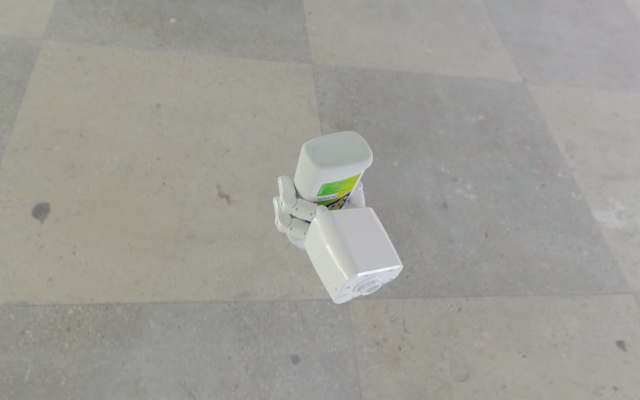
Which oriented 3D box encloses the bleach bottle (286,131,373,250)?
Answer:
[{"bbox_3d":[0.000,0.002,0.761,0.102,0.068,0.251,-16,-30,-23],"label":"bleach bottle"}]
